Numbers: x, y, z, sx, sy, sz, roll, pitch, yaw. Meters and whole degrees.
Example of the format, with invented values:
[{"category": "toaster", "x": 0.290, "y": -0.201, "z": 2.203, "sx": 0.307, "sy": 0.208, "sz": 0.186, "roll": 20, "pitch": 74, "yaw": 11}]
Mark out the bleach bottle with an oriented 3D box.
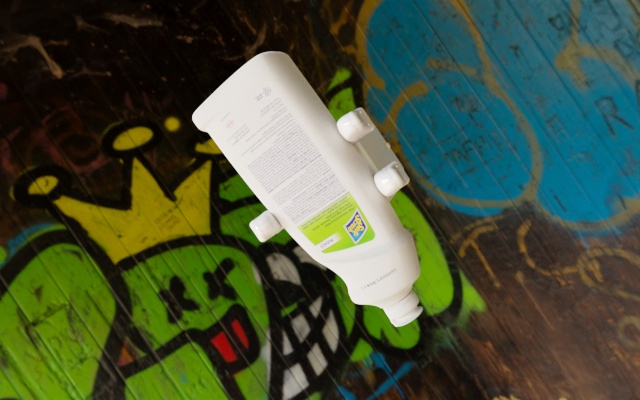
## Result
[{"category": "bleach bottle", "x": 0.000, "y": 0.001, "z": 0.417, "sx": 0.102, "sy": 0.251, "sz": 0.068, "roll": -34, "pitch": 0, "yaw": 27}]
